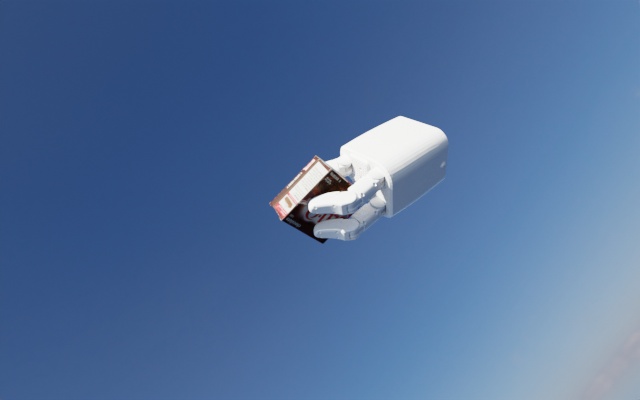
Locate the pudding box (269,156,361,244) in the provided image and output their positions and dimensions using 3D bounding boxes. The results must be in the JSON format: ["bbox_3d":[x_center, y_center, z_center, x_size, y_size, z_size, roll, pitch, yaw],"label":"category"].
[{"bbox_3d":[0.000,0.002,0.631,0.039,0.090,0.113,48,8,37],"label":"pudding box"}]
